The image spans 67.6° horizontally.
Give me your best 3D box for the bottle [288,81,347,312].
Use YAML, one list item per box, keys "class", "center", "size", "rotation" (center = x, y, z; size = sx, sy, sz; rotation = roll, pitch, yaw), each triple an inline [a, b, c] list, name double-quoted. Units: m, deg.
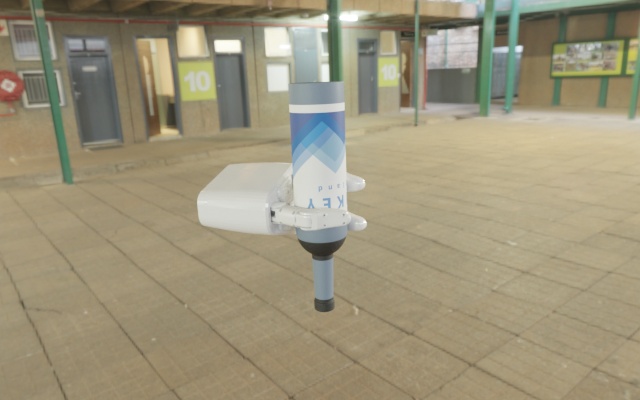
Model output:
- class: "bottle"
  center: [0.000, 0.002, 0.604]
  size: [0.069, 0.296, 0.069]
  rotation: [-2, 15, 1]
